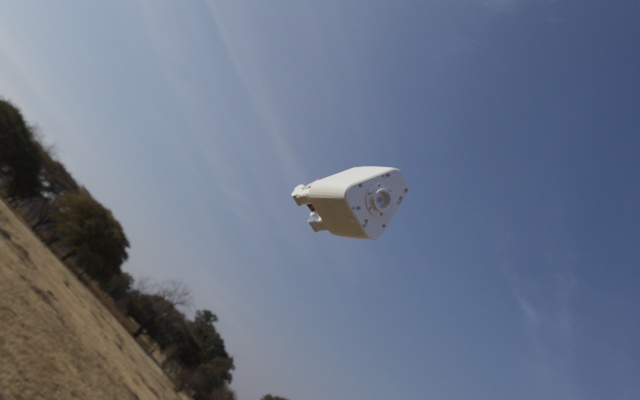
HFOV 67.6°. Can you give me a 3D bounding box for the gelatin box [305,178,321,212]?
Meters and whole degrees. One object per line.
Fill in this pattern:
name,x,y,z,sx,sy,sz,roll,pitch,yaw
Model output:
gelatin box,0.000,0.003,0.853,0.030,0.073,0.089,-39,6,-17
